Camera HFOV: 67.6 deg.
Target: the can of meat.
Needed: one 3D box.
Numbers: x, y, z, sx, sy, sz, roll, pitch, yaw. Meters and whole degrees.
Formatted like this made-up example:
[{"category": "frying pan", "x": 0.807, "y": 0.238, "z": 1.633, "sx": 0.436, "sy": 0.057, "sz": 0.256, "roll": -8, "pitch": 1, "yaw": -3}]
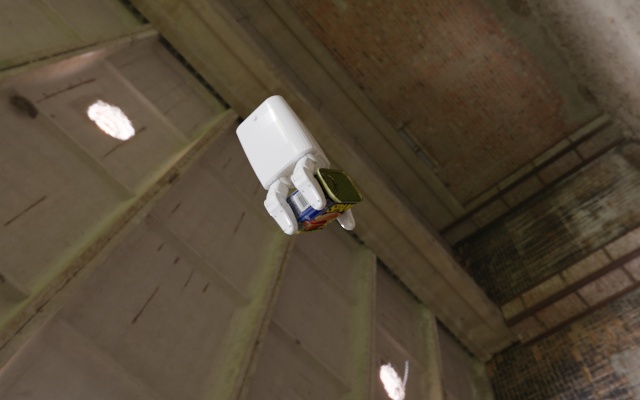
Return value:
[{"category": "can of meat", "x": 0.000, "y": 0.002, "z": 0.682, "sx": 0.084, "sy": 0.057, "sz": 0.102, "roll": -38, "pitch": -16, "yaw": 22}]
